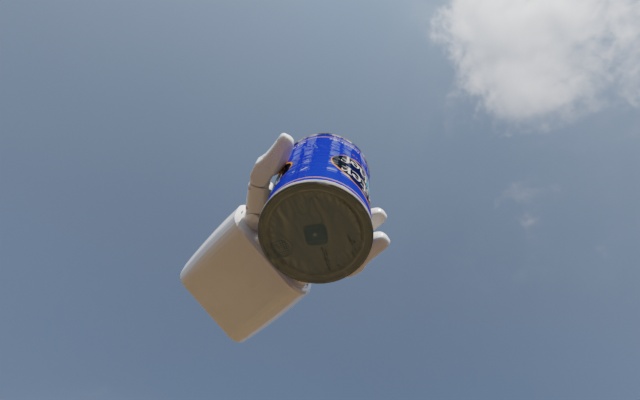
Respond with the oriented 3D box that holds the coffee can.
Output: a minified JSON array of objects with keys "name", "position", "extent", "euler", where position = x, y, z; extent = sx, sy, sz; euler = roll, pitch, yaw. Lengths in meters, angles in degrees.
[{"name":"coffee can","position":[0.000,0.001,0.481],"extent":[0.103,0.103,0.140],"euler":[0,25,4]}]
